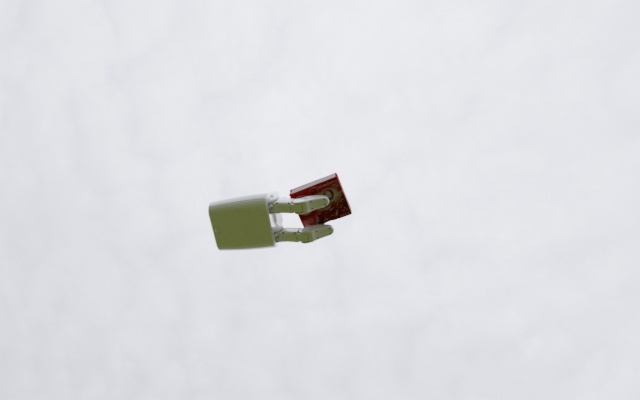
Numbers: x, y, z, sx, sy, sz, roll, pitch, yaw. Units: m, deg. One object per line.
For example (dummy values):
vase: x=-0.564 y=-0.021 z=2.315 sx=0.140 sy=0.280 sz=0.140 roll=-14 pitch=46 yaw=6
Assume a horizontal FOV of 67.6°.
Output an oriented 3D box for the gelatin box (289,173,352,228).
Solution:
gelatin box: x=0.000 y=0.002 z=0.817 sx=0.089 sy=0.073 sz=0.030 roll=-20 pitch=18 yaw=8
